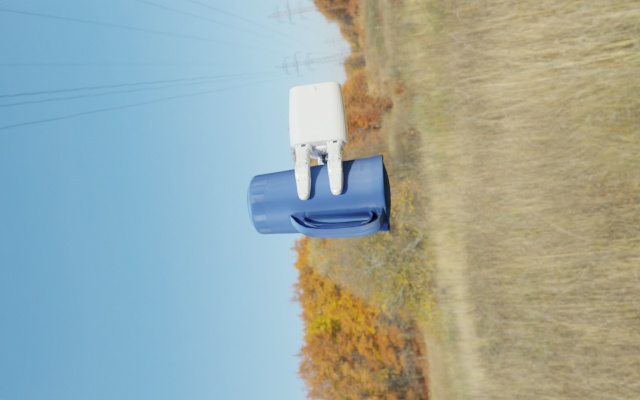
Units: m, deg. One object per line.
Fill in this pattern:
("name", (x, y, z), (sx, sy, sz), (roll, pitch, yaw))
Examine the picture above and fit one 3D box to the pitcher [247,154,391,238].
("pitcher", (0.000, 0.003, 0.831), (0.243, 0.145, 0.149), (-6, -11, 10))
